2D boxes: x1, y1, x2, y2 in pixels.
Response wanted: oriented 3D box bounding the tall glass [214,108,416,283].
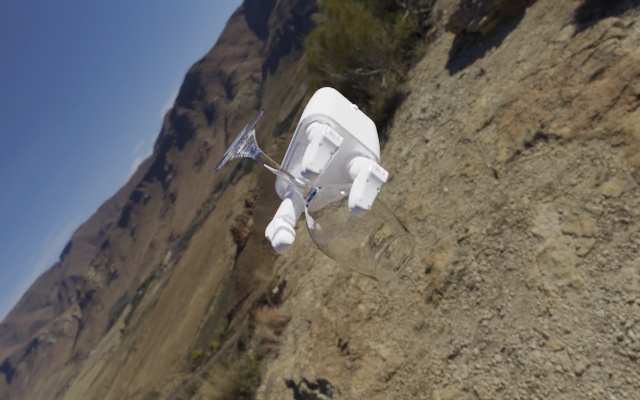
[{"bbox_3d":[-0.001,0.001,0.468,0.201,0.079,0.079,37,-11,-15],"label":"tall glass"}]
